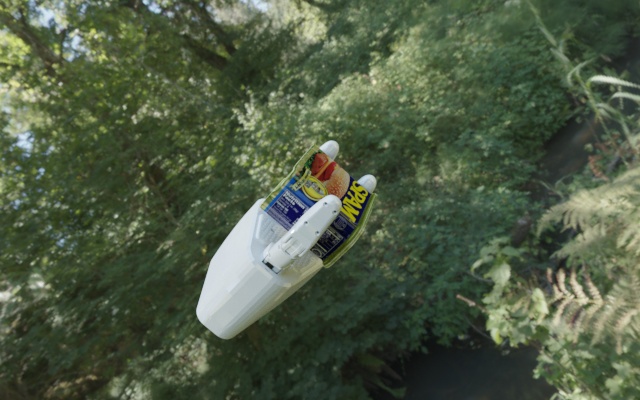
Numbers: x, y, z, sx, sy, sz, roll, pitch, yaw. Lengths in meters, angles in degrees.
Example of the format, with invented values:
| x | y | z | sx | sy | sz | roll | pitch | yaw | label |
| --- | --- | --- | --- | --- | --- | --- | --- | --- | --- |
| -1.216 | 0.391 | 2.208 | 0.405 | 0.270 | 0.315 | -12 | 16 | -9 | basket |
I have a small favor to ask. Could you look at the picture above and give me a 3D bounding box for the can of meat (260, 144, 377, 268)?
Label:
| x | y | z | sx | sy | sz | roll | pitch | yaw | label |
| --- | --- | --- | --- | --- | --- | --- | --- | --- | --- |
| 0.000 | 0.001 | 0.459 | 0.057 | 0.084 | 0.102 | -46 | 6 | 30 | can of meat |
